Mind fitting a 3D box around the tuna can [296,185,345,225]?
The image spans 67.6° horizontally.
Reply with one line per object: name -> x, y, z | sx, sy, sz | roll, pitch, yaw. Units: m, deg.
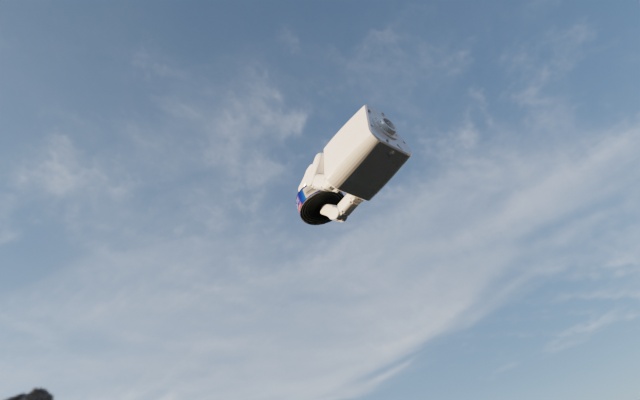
tuna can -> 0.000, 0.002, 0.847 | 0.086, 0.086, 0.033 | 0, 44, -25
